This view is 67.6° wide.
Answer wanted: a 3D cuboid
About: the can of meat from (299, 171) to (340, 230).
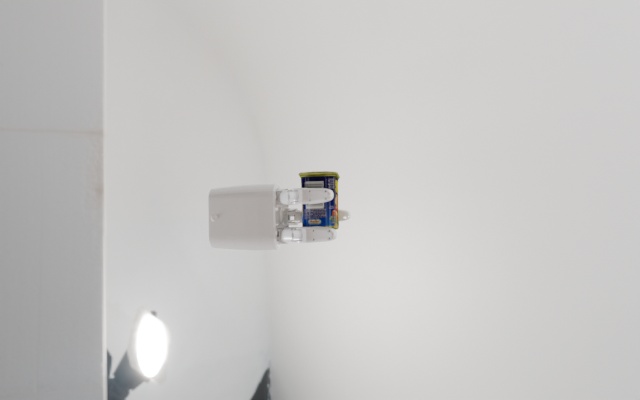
[{"bbox_3d":[0.000,0.003,0.724,0.057,0.084,0.102,-1,-2,5],"label":"can of meat"}]
